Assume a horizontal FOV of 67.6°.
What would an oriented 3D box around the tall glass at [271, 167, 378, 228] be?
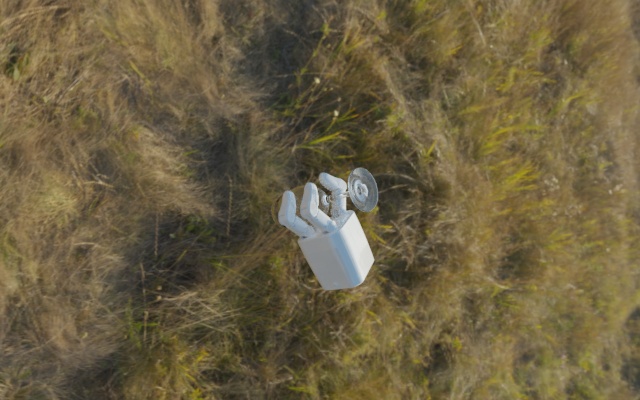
[{"bbox_3d":[0.001,0.002,0.842,0.201,0.079,0.079,-16,-11,42],"label":"tall glass"}]
